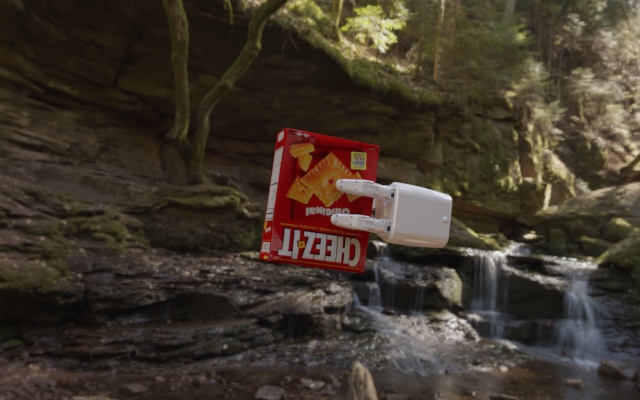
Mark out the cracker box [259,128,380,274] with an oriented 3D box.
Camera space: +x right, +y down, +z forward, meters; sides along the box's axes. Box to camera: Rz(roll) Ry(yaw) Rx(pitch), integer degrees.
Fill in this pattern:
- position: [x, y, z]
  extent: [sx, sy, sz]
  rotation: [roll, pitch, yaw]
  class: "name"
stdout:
- position: [0.000, 0.002, 0.779]
  extent: [0.164, 0.213, 0.072]
  rotation: [10, -7, -17]
  class: "cracker box"
